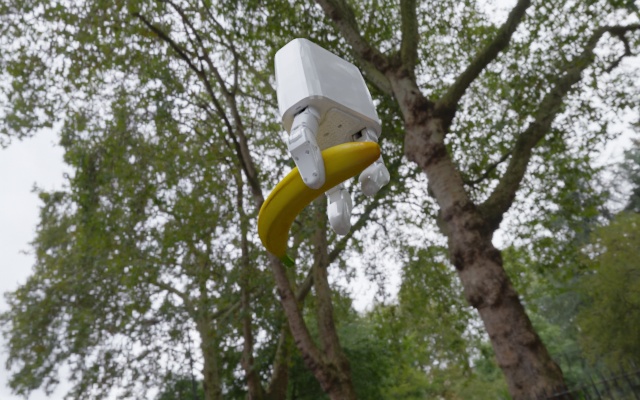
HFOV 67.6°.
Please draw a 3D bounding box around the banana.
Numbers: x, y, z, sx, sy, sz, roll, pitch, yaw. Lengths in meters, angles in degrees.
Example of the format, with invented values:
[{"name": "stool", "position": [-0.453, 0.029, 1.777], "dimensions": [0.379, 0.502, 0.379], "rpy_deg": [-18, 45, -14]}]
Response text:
[{"name": "banana", "position": [-0.018, -0.001, 0.497], "dimensions": [0.069, 0.037, 0.198], "rpy_deg": [15, -46, -26]}]
